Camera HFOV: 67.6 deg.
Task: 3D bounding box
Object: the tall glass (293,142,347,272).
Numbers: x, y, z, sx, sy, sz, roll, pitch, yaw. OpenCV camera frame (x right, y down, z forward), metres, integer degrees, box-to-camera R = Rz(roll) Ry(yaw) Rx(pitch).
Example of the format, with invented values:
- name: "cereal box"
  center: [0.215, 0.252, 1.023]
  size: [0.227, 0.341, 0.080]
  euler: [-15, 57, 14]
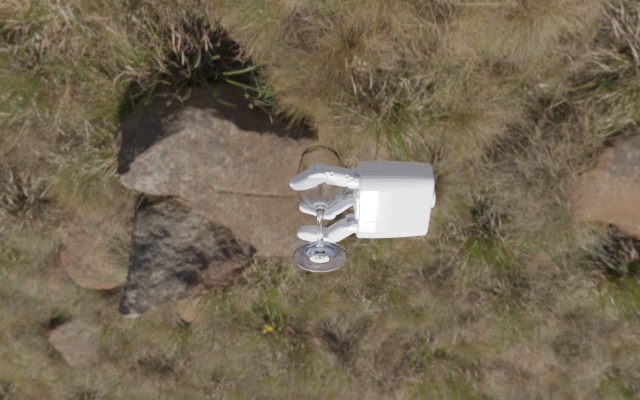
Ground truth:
- name: "tall glass"
  center: [0.000, 0.003, 0.716]
  size: [0.079, 0.200, 0.079]
  euler: [0, -40, 0]
